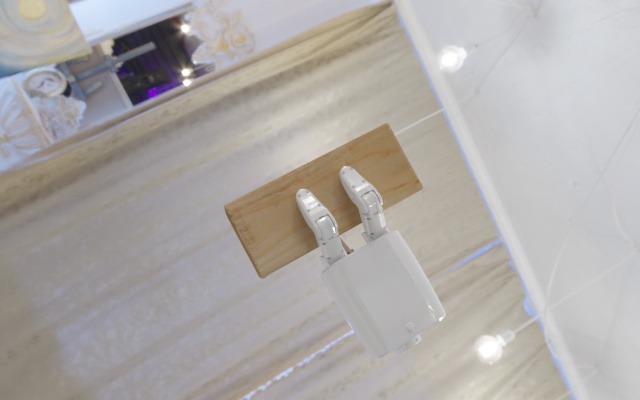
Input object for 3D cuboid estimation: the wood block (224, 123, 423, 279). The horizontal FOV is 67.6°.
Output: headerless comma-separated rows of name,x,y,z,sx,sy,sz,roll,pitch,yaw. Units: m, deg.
wood block,0.000,0.002,0.562,0.206,0.090,0.091,-28,-3,-13
